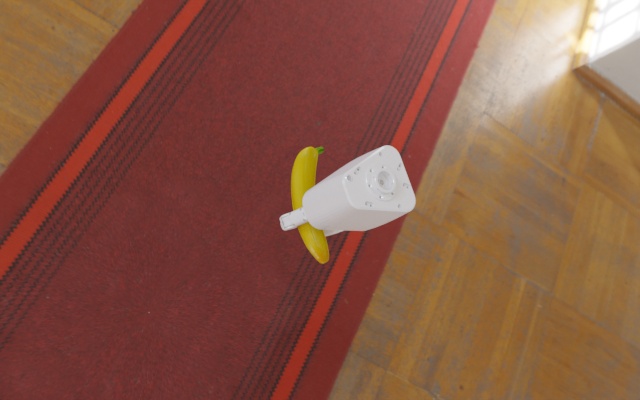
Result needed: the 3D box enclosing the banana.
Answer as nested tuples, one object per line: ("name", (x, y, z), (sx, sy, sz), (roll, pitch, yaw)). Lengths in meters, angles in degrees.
("banana", (-0.015, -0.005, 0.729), (0.069, 0.197, 0.037), (14, -25, -35))
